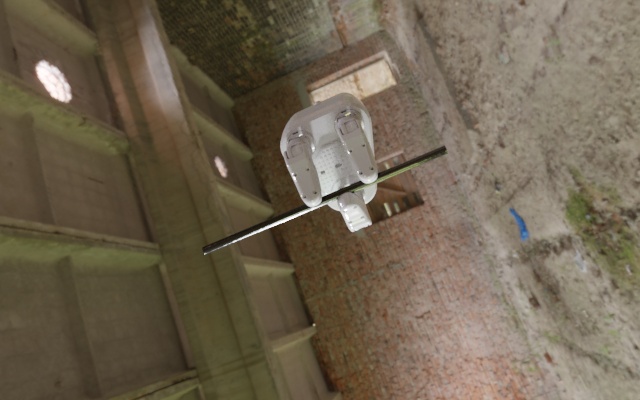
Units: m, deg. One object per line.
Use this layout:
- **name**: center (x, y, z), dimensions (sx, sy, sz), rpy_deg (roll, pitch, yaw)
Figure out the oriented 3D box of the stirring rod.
- **stirring rod**: center (0.000, 0.001, 0.435), dimensions (0.239, 0.011, 0.011), rpy_deg (-23, -3, 8)
